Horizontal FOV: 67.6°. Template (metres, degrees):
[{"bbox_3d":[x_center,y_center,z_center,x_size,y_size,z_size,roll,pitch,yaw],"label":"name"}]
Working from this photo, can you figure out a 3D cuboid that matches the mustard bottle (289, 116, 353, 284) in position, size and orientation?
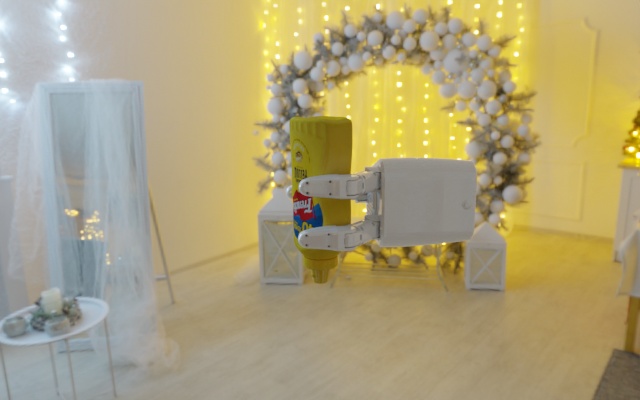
[{"bbox_3d":[0.000,0.002,0.544,0.058,0.192,0.096,-7,14,-28],"label":"mustard bottle"}]
